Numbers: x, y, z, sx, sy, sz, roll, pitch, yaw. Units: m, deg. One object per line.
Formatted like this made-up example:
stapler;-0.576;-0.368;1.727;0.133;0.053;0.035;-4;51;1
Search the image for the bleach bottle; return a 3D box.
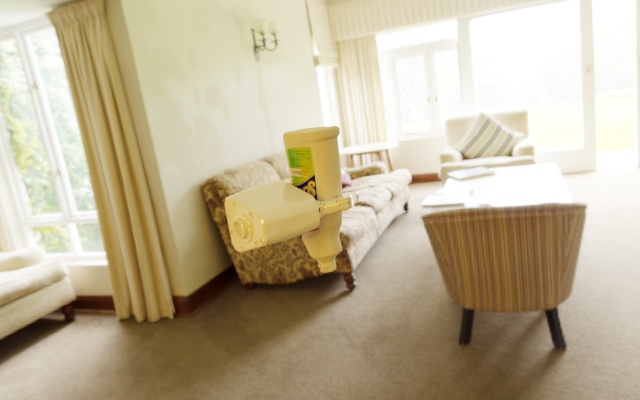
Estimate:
bleach bottle;0.000;0.003;0.819;0.068;0.251;0.102;-19;16;-39
